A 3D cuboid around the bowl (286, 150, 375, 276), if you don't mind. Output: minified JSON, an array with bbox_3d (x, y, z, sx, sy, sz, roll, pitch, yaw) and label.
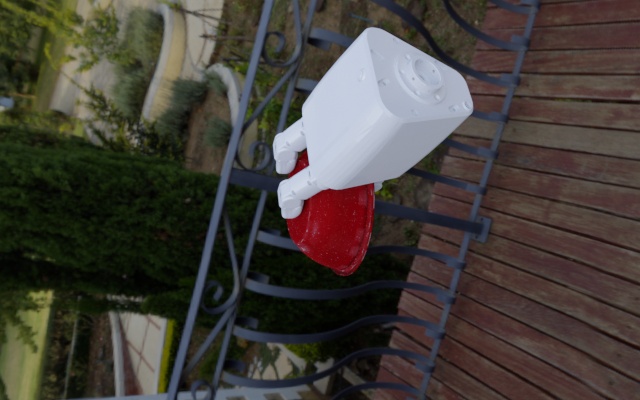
[{"bbox_3d":[-0.001,0.003,0.523,0.055,0.162,0.162,1,0,-20],"label":"bowl"}]
